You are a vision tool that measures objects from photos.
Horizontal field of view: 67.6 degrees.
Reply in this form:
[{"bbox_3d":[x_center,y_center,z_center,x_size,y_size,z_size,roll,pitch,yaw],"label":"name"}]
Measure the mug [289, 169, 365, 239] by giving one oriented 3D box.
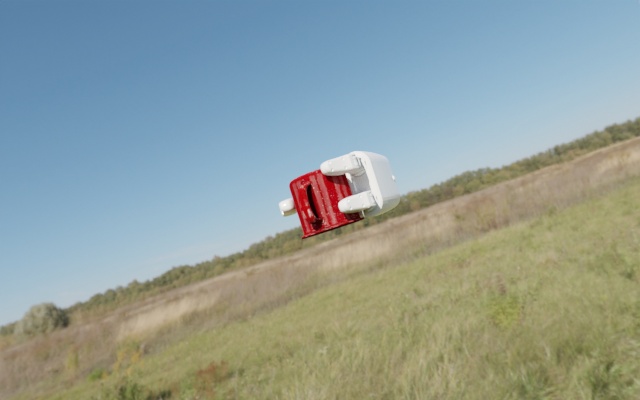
[{"bbox_3d":[-0.001,0.002,0.656,0.093,0.081,0.117,-20,-6,25],"label":"mug"}]
